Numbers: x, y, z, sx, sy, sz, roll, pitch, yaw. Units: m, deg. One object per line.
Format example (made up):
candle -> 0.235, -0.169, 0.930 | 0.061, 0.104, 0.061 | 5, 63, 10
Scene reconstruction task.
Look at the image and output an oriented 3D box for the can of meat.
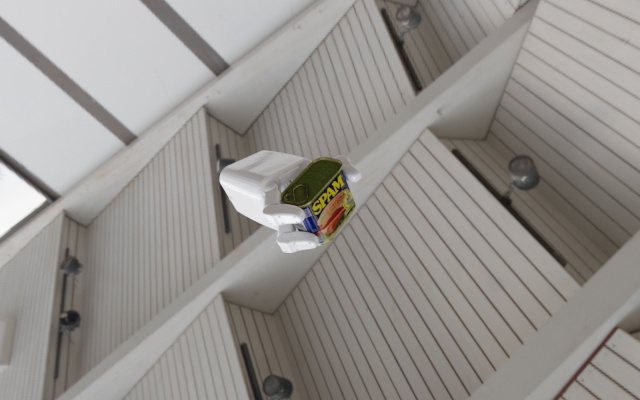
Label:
can of meat -> 0.000, 0.002, 0.689 | 0.057, 0.084, 0.102 | 16, 52, 40
